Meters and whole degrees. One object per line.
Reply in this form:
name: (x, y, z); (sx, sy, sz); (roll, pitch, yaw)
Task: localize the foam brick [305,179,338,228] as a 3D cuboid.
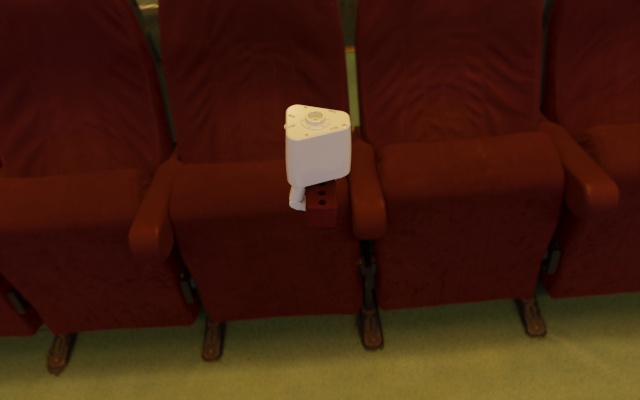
foam brick: (0.000, 0.003, 0.828); (0.053, 0.078, 0.051); (0, -42, -5)
